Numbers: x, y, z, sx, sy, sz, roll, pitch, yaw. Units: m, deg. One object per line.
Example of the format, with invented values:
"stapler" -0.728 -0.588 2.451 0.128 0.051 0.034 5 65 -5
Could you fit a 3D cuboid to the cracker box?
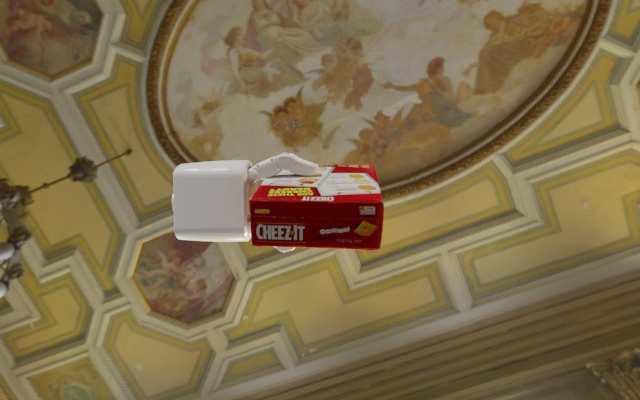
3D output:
"cracker box" 0.000 0.002 0.680 0.164 0.072 0.213 1 16 3
